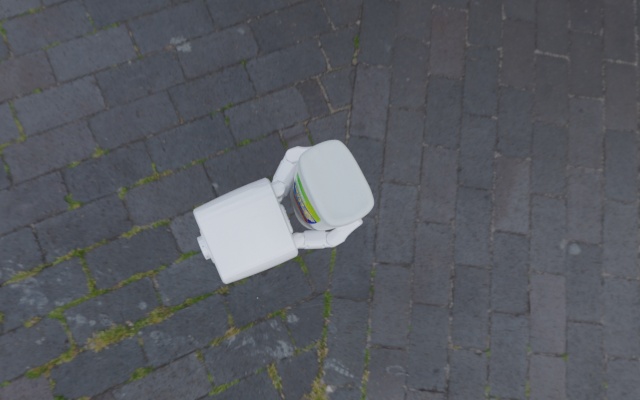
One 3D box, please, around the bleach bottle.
[{"bbox_3d":[0.000,0.002,0.656,0.068,0.102,0.251,-24,-7,-12],"label":"bleach bottle"}]
